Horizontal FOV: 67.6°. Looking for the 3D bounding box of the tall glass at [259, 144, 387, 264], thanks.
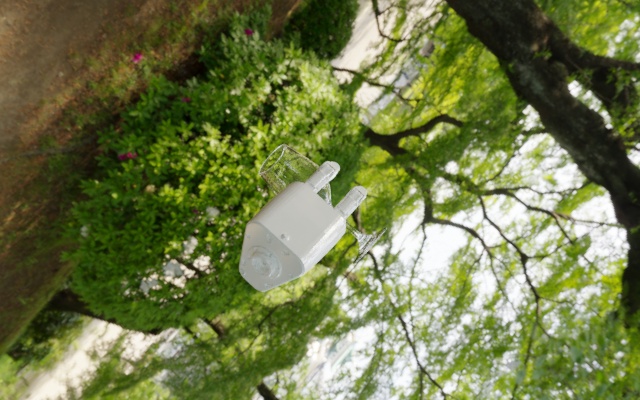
[{"bbox_3d":[0.001,0.003,0.723,0.201,0.079,0.079,42,4,4],"label":"tall glass"}]
